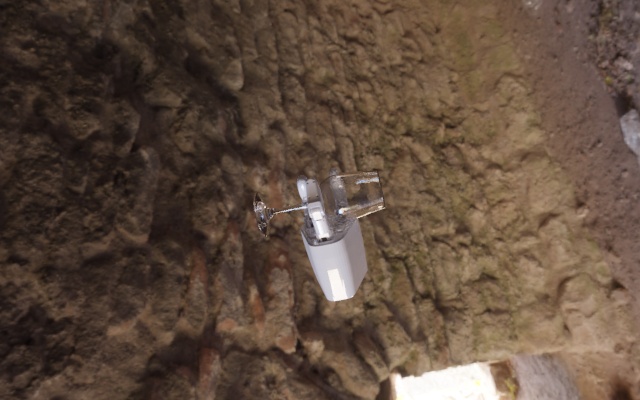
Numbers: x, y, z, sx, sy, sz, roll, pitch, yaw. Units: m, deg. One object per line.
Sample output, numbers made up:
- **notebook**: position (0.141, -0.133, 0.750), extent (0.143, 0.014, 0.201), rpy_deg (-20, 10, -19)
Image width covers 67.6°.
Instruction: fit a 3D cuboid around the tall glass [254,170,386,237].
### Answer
- **tall glass**: position (-0.001, 0.003, 0.767), extent (0.201, 0.079, 0.079), rpy_deg (-12, -2, 9)
